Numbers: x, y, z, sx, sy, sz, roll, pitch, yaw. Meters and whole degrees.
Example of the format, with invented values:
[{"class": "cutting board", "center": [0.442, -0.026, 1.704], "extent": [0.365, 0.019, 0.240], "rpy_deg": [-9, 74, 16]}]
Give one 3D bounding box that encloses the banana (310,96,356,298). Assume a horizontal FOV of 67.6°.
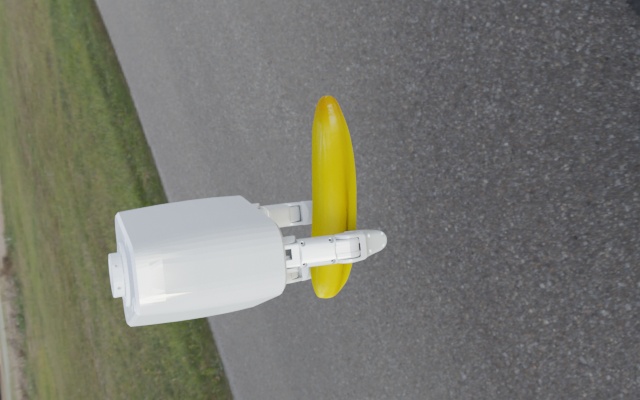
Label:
[{"class": "banana", "center": [0.007, 0.011, 0.422], "extent": [0.037, 0.198, 0.069], "rpy_deg": [-5, 22, -21]}]
